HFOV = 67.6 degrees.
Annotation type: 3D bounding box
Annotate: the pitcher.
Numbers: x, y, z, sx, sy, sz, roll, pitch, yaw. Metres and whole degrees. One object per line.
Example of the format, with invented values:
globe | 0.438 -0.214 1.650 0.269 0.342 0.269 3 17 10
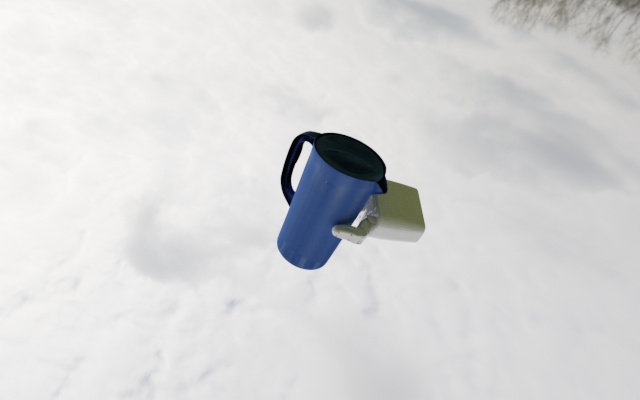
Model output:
pitcher | 0.000 0.003 0.860 0.145 0.243 0.149 10 37 -24
